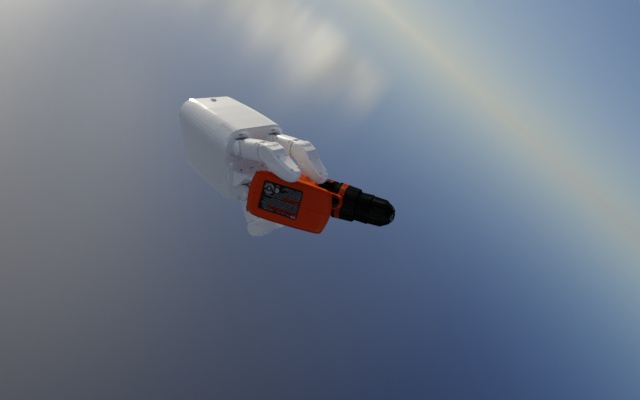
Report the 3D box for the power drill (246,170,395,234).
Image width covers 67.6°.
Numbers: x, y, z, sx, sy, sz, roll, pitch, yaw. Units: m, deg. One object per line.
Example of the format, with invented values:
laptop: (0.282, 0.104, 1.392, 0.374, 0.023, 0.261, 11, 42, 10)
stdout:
power drill: (0.000, 0.002, 0.631, 0.184, 0.057, 0.187, 15, 6, 15)
